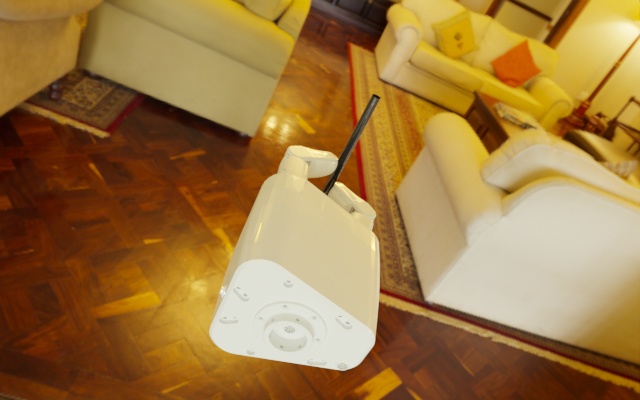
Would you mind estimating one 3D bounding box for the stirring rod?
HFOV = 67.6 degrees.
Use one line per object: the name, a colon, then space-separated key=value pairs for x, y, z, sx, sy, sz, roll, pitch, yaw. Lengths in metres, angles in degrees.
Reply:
stirring rod: x=0.000 y=0.002 z=0.472 sx=0.011 sy=0.240 sz=0.011 roll=20 pitch=32 yaw=-13
